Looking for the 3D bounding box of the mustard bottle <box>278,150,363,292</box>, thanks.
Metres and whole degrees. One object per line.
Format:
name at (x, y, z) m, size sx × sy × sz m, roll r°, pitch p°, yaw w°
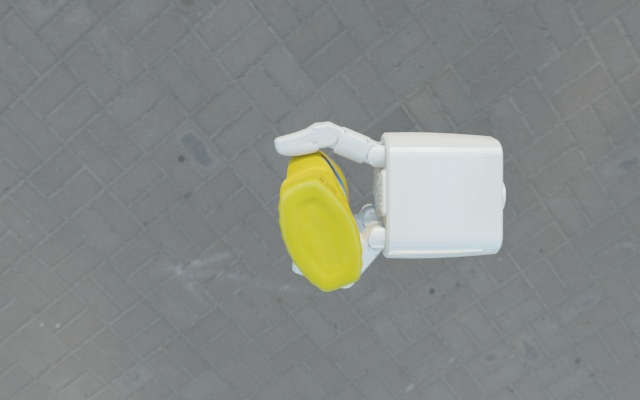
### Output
mustard bottle at (0.000, 0.002, 0.455) m, size 0.058 × 0.096 × 0.191 m, roll -23°, pitch 16°, yaw 7°
